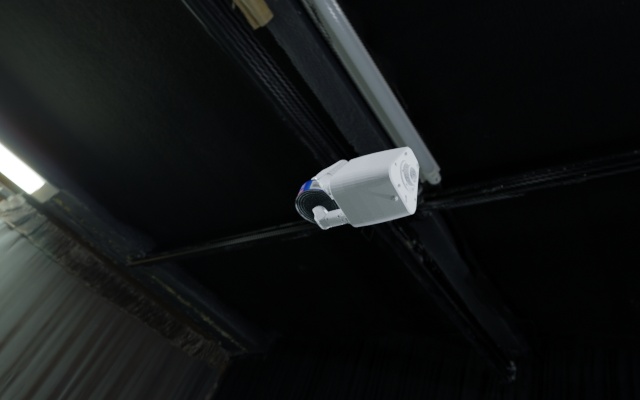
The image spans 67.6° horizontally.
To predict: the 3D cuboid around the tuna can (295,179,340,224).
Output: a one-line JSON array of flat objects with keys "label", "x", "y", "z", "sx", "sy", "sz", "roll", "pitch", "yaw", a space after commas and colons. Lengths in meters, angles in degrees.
[{"label": "tuna can", "x": 0.000, "y": 0.002, "z": 0.857, "sx": 0.086, "sy": 0.086, "sz": 0.033, "roll": 0, "pitch": 43, "yaw": 21}]
